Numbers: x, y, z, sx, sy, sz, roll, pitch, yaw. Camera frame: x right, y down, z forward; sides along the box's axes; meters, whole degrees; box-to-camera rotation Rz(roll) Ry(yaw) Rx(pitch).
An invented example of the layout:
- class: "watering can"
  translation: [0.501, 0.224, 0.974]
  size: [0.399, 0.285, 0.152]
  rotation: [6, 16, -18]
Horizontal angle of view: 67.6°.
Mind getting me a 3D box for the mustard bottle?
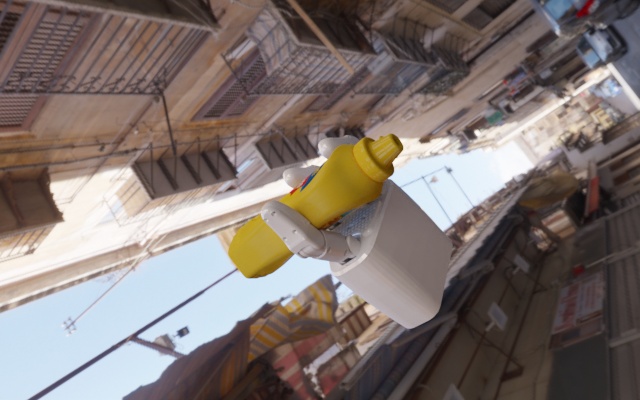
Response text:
- class: "mustard bottle"
  translation: [0.000, 0.001, 0.449]
  size: [0.192, 0.058, 0.096]
  rotation: [-37, -1, 31]
